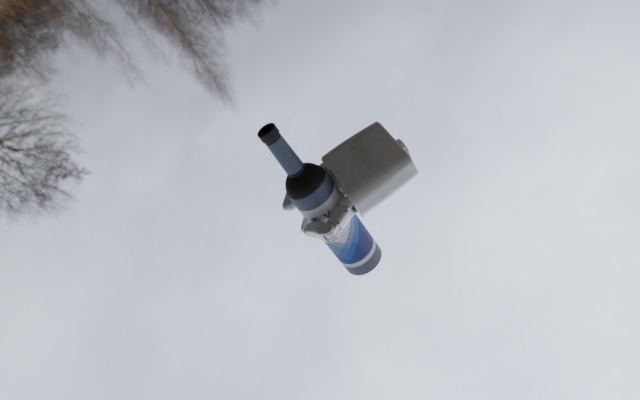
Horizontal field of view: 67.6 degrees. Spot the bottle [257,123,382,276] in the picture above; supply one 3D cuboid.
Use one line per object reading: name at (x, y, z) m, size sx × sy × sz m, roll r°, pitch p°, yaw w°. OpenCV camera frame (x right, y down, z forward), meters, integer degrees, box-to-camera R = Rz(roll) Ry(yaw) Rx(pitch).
bottle at (0.000, 0.003, 0.713) m, size 0.069 × 0.069 × 0.296 m, roll 0°, pitch -41°, yaw 40°
